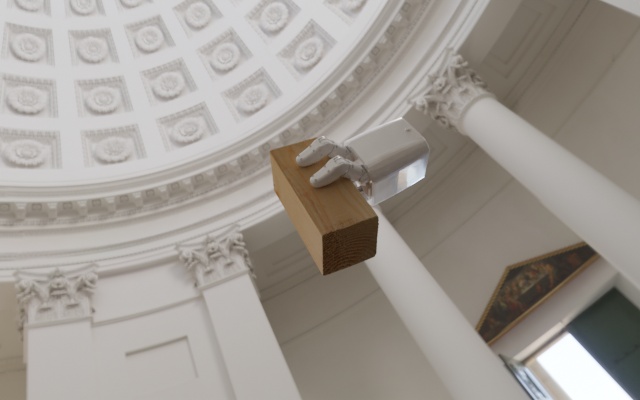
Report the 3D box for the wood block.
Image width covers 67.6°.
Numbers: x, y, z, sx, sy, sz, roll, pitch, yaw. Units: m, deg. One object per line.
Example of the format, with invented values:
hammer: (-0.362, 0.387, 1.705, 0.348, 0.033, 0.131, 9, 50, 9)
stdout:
wood block: (0.000, 0.002, 0.743, 0.090, 0.091, 0.206, -18, 45, -16)
